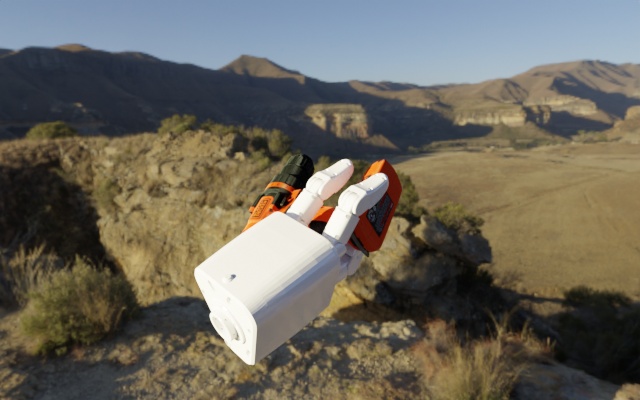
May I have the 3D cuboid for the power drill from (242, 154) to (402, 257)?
[{"bbox_3d":[0.000,0.002,0.578,0.187,0.184,0.057,-8,-46,38],"label":"power drill"}]
